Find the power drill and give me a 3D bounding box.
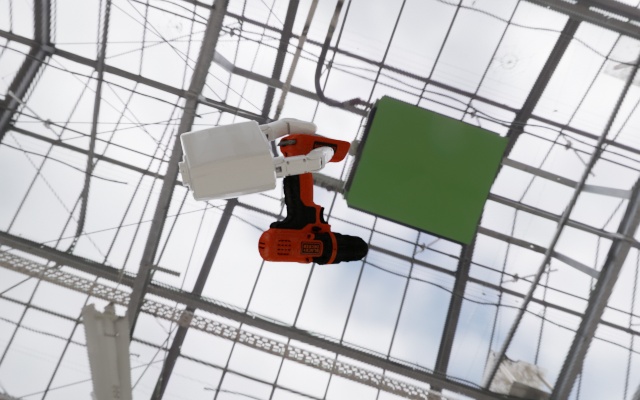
[{"bbox_3d":[0.000,0.002,0.707,0.184,0.187,0.057,5,-3,-35],"label":"power drill"}]
